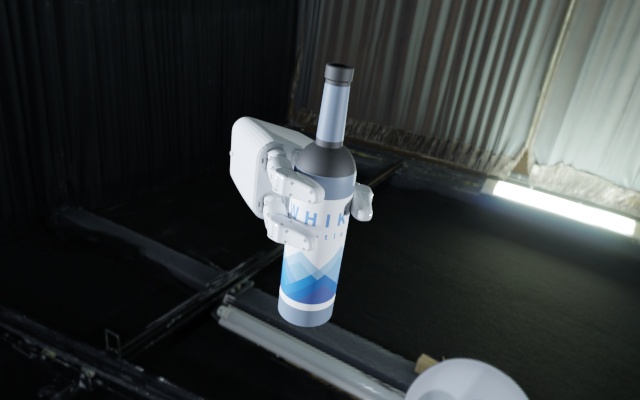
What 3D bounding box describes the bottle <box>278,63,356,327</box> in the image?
[{"bbox_3d":[0.000,0.002,0.523,0.069,0.296,0.069,7,26,-3],"label":"bottle"}]
